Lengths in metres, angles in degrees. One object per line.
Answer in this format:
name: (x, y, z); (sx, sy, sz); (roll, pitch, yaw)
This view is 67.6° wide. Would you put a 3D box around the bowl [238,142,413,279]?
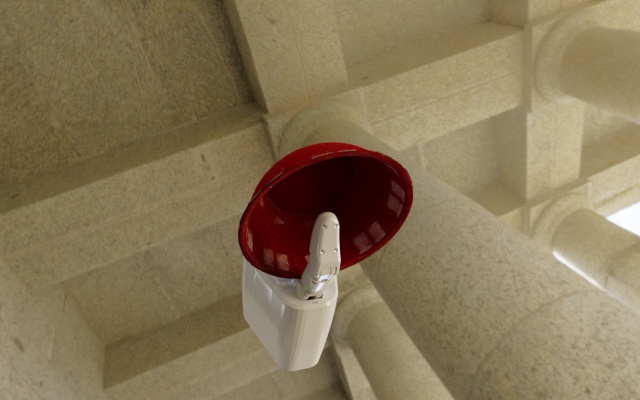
bowl: (0.000, 0.000, 0.437); (0.162, 0.055, 0.162); (-13, -41, -12)
